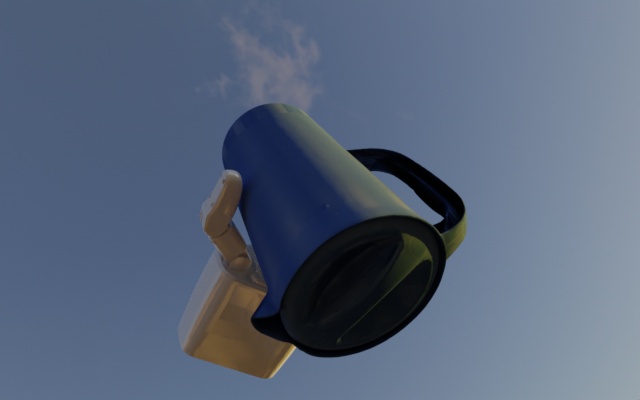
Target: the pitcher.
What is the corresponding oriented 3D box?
[{"bbox_3d":[0.000,0.002,0.429,0.149,0.145,0.242,15,25,-34],"label":"pitcher"}]
